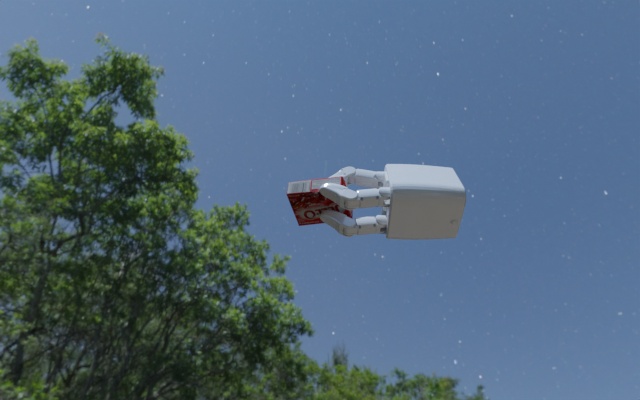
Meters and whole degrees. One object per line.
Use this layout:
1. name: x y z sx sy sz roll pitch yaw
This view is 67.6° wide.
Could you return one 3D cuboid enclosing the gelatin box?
1. gelatin box: 0.000 0.002 0.736 0.089 0.030 0.073 -6 -45 13
